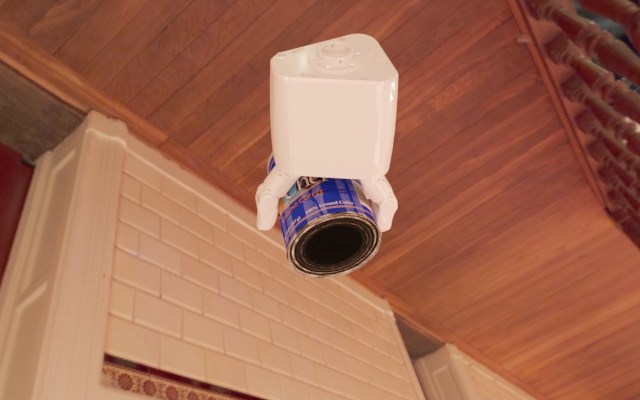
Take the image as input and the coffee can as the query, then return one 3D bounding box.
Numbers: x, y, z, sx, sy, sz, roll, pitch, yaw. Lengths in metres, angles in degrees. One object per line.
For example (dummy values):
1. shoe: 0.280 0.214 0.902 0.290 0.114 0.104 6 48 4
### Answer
1. coffee can: 0.000 0.002 0.545 0.103 0.103 0.140 0 44 -18
